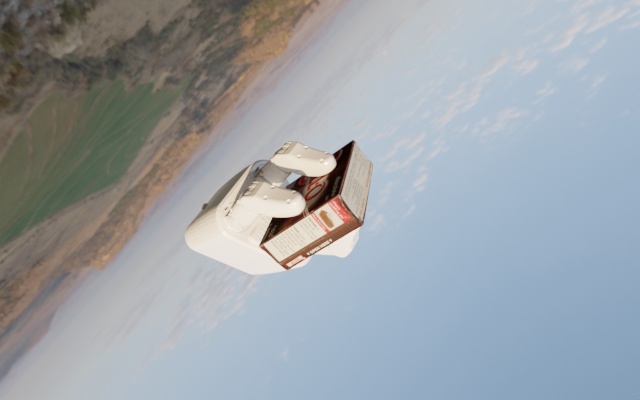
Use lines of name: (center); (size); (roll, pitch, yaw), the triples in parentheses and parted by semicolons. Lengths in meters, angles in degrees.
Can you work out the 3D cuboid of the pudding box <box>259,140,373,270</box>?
pudding box: (0.000, 0.002, 0.437); (0.090, 0.039, 0.113); (-34, 21, 26)
